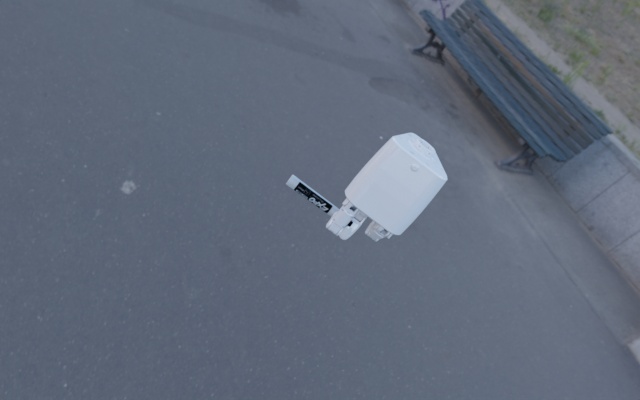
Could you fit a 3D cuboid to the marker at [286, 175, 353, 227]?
[{"bbox_3d":[0.000,0.002,0.745,0.121,0.020,0.020,36,-3,-4],"label":"marker"}]
